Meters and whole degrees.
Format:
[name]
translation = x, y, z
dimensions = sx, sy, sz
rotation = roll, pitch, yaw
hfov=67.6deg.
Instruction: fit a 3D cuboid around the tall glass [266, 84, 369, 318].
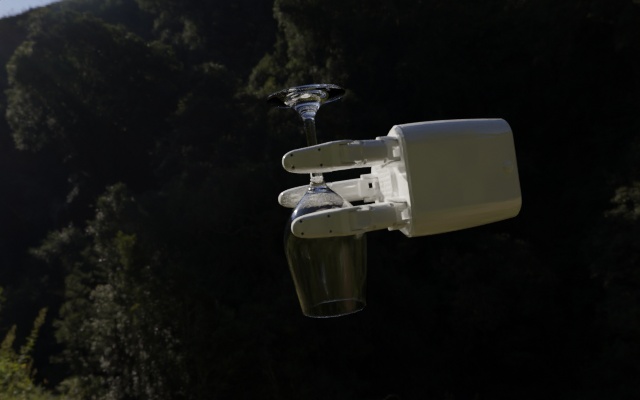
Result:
[tall glass]
translation = 0.000, 0.001, 0.442
dimensions = 0.079, 0.201, 0.079
rotation = -7, -1, 0
